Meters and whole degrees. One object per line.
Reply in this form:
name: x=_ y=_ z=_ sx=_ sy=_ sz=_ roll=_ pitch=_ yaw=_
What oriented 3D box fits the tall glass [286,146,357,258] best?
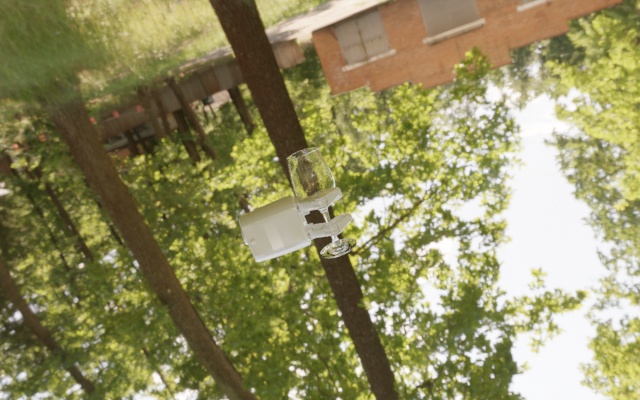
tall glass: x=0.001 y=0.003 z=0.892 sx=0.079 sy=0.201 sz=0.079 roll=-19 pitch=16 yaw=6
